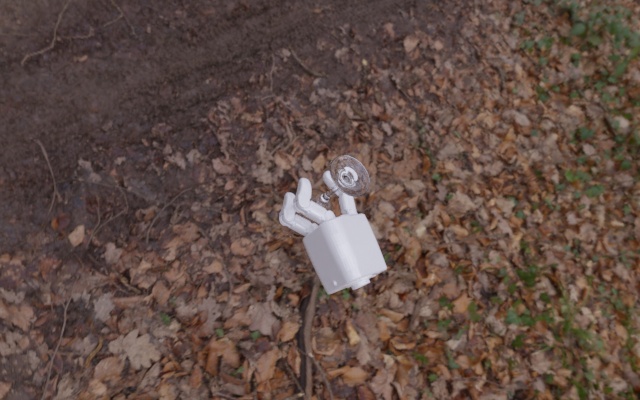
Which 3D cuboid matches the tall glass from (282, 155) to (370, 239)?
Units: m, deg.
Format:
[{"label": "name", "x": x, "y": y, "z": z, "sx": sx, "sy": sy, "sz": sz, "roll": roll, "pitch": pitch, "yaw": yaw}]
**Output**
[{"label": "tall glass", "x": 0.000, "y": 0.002, "z": 0.835, "sx": 0.079, "sy": 0.079, "sz": 0.201, "roll": 0, "pitch": -25, "yaw": -32}]
